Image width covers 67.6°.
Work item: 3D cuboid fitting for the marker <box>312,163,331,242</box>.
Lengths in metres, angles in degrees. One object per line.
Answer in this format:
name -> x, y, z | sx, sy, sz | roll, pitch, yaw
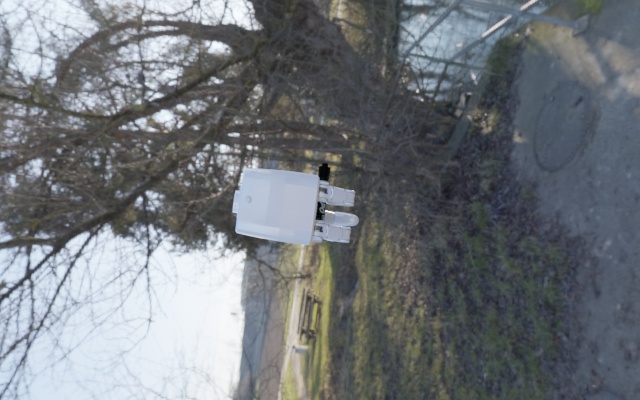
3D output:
marker -> 0.000, 0.002, 0.728 | 0.020, 0.121, 0.020 | 7, -8, 1
